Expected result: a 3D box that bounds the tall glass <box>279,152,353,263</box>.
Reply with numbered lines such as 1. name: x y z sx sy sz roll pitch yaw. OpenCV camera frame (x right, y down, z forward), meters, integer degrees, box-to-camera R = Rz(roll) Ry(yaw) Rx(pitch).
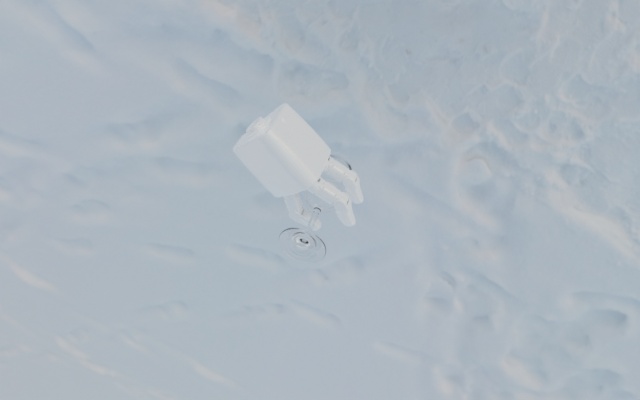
1. tall glass: 0.000 0.003 0.779 0.079 0.079 0.201 0 40 22
